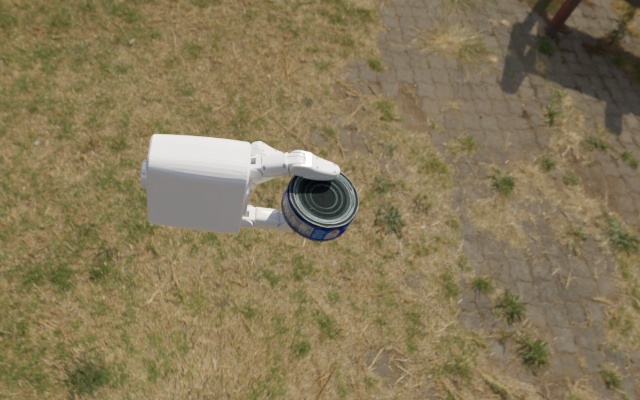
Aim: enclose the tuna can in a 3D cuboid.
[{"bbox_3d":[0.000,0.002,0.548,0.086,0.086,0.034,0,-30,-20],"label":"tuna can"}]
